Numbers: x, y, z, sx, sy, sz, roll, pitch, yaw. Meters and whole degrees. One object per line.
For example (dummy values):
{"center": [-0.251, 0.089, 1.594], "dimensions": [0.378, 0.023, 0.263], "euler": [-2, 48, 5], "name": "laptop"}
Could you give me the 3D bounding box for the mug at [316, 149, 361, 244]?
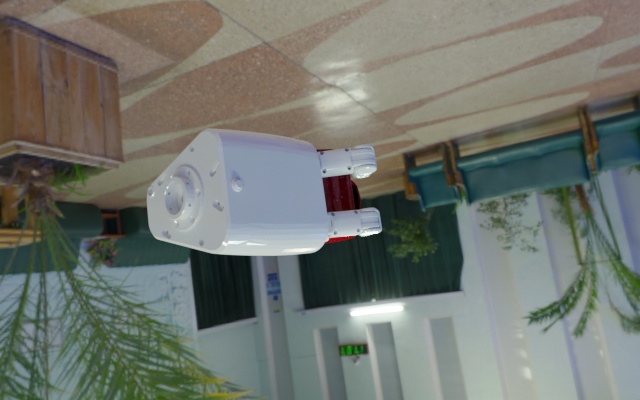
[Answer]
{"center": [0.001, 0.002, 0.488], "dimensions": [0.093, 0.081, 0.117], "euler": [-16, -13, 40], "name": "mug"}
